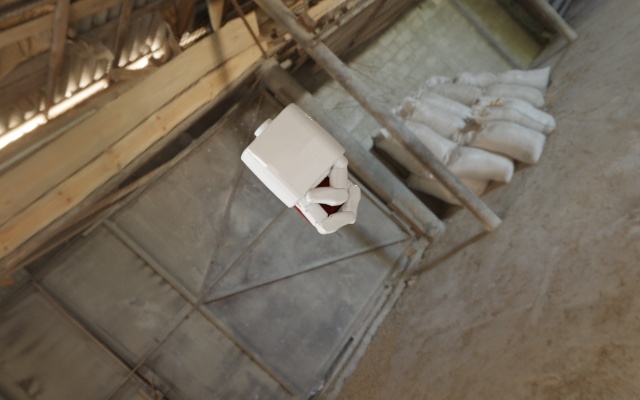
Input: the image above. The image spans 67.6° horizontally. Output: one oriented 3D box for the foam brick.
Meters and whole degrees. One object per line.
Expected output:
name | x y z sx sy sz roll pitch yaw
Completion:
foam brick | 0.000 0.003 0.759 0.051 0.053 0.078 43 -21 -5
